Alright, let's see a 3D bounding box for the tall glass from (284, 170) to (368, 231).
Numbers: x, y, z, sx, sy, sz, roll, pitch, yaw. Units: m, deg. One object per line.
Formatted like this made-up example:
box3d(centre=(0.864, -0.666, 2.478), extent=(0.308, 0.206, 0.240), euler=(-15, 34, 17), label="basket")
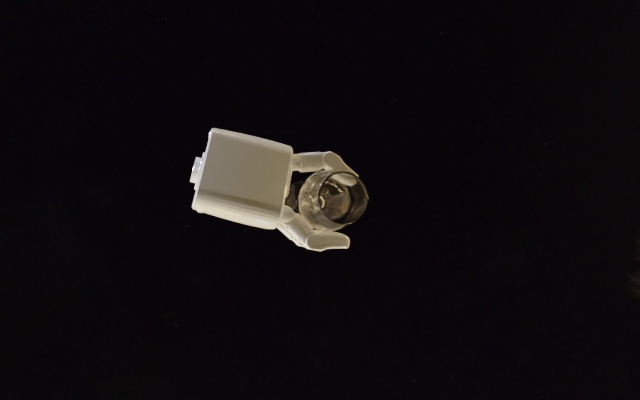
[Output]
box3d(centre=(0.000, 0.002, 0.644), extent=(0.079, 0.079, 0.201), euler=(0, -3, -16), label="tall glass")
